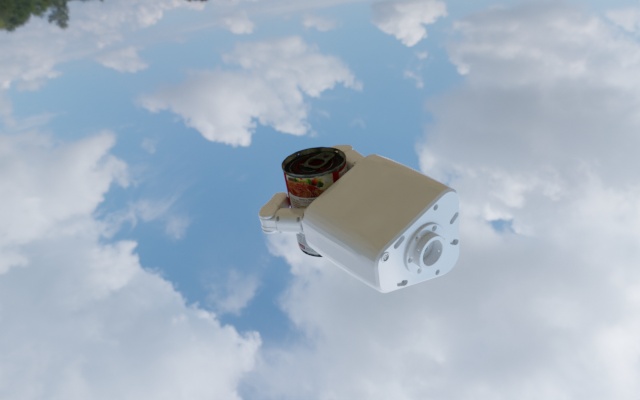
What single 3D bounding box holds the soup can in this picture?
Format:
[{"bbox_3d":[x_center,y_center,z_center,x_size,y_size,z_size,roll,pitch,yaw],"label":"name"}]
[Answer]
[{"bbox_3d":[0.000,0.002,0.519,0.068,0.102,0.068,-7,30,4],"label":"soup can"}]
